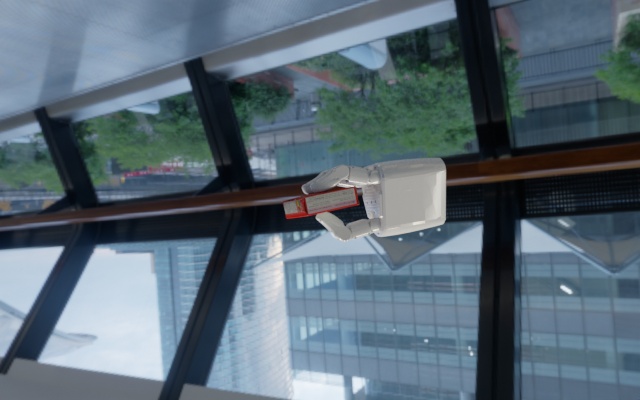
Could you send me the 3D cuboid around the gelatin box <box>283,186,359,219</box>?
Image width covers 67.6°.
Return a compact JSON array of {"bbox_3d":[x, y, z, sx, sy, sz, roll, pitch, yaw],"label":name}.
[{"bbox_3d":[0.000,0.003,0.698,0.089,0.030,0.073,-13,2,-28],"label":"gelatin box"}]
